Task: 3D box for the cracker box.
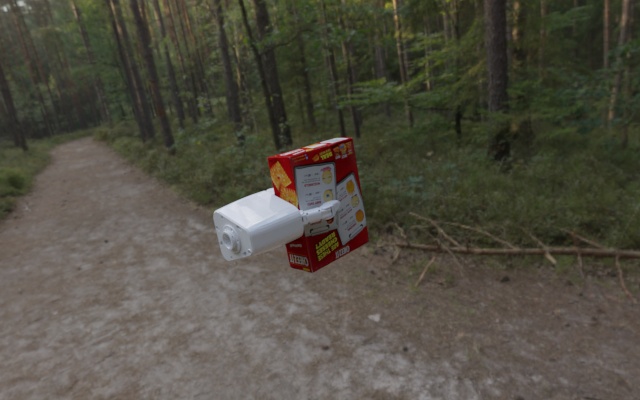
[{"bbox_3d":[0.000,0.003,0.894,0.164,0.214,0.072,-23,19,-40],"label":"cracker box"}]
